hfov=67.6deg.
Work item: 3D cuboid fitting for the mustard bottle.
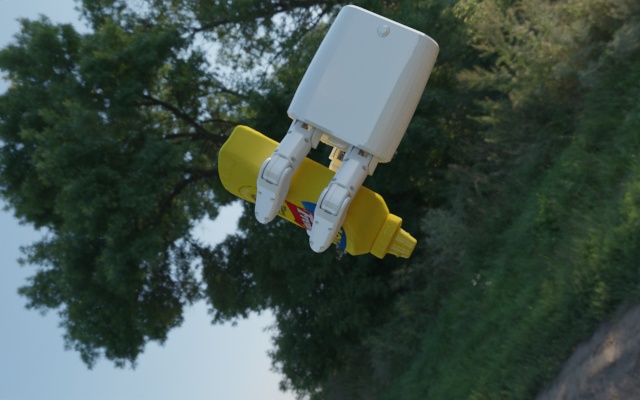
[{"bbox_3d":[0.000,0.002,0.450,0.191,0.058,0.096,27,-22,11],"label":"mustard bottle"}]
